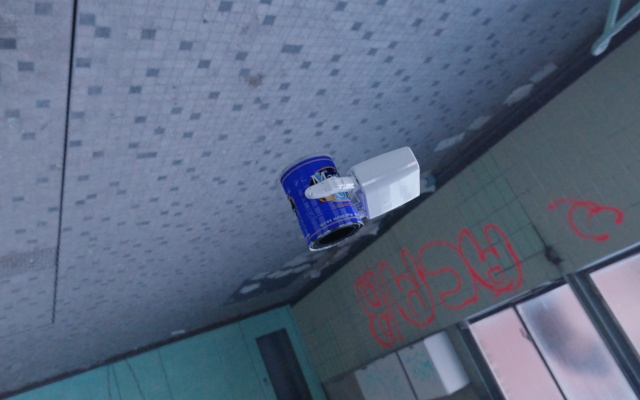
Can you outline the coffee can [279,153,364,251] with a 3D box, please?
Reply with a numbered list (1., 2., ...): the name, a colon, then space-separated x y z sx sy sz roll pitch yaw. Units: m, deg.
1. coffee can: 0.000 0.003 0.833 0.103 0.140 0.103 -22 -19 -8
